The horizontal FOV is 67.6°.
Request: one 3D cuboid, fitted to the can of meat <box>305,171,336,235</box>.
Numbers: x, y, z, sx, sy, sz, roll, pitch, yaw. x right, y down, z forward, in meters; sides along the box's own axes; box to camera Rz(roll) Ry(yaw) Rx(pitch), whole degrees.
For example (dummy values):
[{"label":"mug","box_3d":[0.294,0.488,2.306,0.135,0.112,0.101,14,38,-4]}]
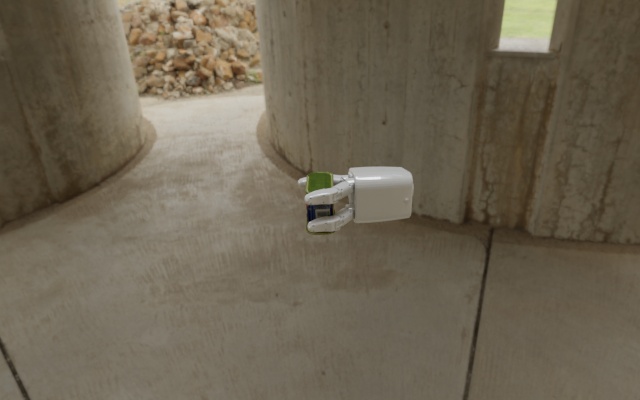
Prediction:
[{"label":"can of meat","box_3d":[0.000,0.003,0.897,0.057,0.084,0.102,-1,28,1]}]
